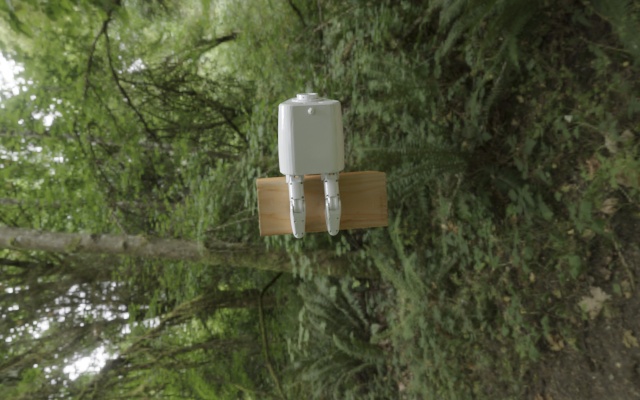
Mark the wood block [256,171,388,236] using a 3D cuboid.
[{"bbox_3d":[0.000,0.002,0.798,0.206,0.090,0.091,-4,6,-7],"label":"wood block"}]
